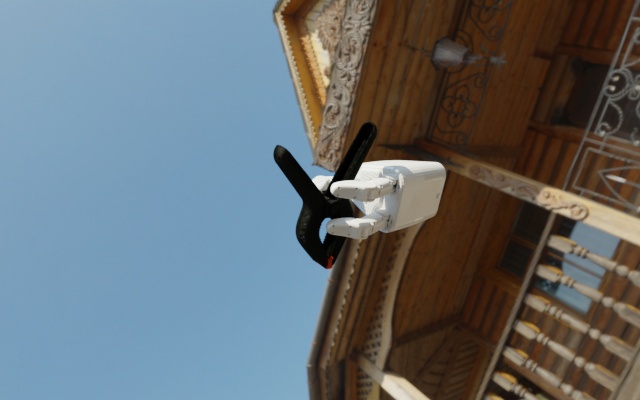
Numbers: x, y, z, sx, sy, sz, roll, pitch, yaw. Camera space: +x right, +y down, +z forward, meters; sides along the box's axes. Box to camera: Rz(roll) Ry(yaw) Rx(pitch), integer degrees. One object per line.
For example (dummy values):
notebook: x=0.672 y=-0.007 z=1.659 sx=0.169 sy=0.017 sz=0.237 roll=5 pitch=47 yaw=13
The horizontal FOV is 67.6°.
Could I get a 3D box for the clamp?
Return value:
clamp: x=0.000 y=0.002 z=0.641 sx=0.164 sy=0.210 sz=0.036 roll=-12 pitch=30 yaw=-39
